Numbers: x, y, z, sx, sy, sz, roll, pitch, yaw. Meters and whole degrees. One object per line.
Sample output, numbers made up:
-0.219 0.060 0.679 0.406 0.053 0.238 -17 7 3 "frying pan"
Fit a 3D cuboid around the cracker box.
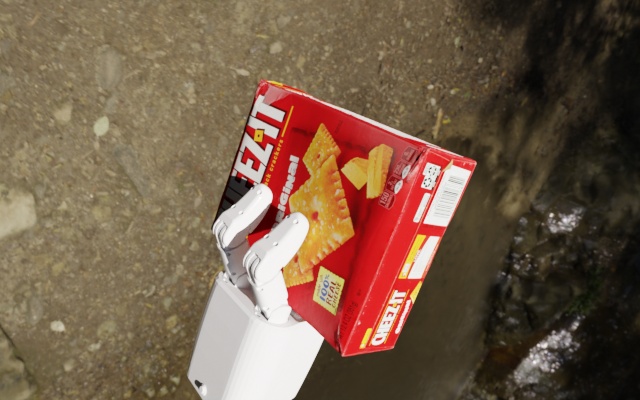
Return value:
0.000 0.001 0.416 0.072 0.164 0.213 9 17 -45 "cracker box"
